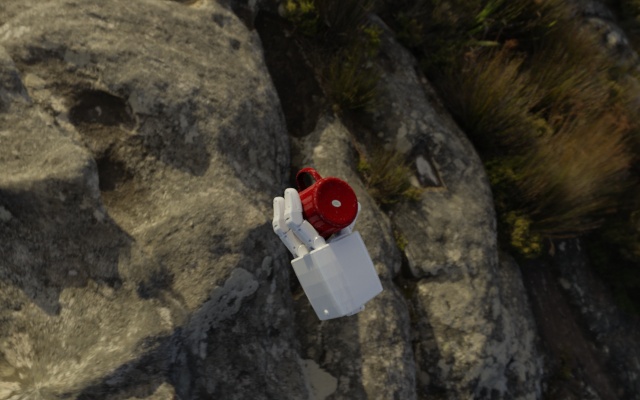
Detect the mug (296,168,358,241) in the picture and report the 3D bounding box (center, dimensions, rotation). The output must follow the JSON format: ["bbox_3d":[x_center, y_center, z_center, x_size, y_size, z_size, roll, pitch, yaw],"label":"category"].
[{"bbox_3d":[0.000,0.001,0.744,0.093,0.117,0.081,-23,-5,-35],"label":"mug"}]
